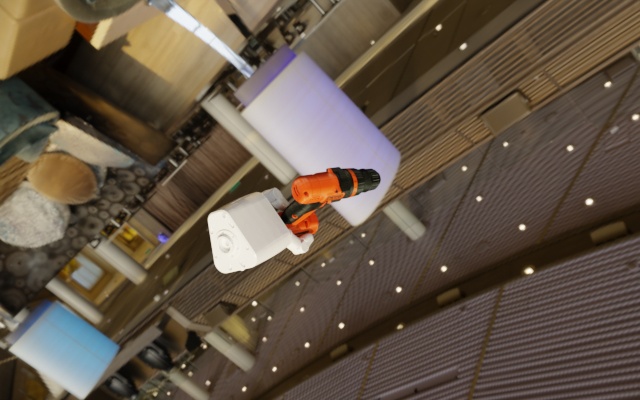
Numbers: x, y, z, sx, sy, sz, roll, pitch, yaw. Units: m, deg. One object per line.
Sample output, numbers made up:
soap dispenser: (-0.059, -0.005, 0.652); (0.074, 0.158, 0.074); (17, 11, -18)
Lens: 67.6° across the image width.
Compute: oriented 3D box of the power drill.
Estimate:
power drill: (0.000, 0.003, 0.873); (0.184, 0.057, 0.188); (-8, -25, -37)
